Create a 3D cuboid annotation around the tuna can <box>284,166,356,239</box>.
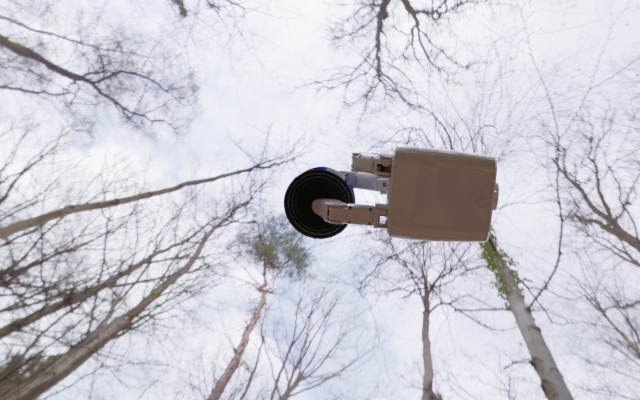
[{"bbox_3d":[0.000,0.002,0.586,0.086,0.086,0.033,0,12,9],"label":"tuna can"}]
